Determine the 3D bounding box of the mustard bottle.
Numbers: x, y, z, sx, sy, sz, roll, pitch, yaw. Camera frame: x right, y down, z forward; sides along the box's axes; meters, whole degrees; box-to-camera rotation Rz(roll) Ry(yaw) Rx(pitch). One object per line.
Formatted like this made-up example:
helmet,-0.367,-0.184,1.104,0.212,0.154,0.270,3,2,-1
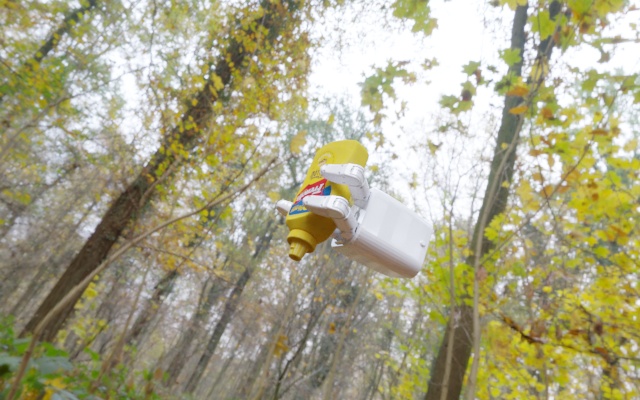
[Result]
mustard bottle,0.000,0.002,0.684,0.096,0.191,0.058,-11,-45,45
